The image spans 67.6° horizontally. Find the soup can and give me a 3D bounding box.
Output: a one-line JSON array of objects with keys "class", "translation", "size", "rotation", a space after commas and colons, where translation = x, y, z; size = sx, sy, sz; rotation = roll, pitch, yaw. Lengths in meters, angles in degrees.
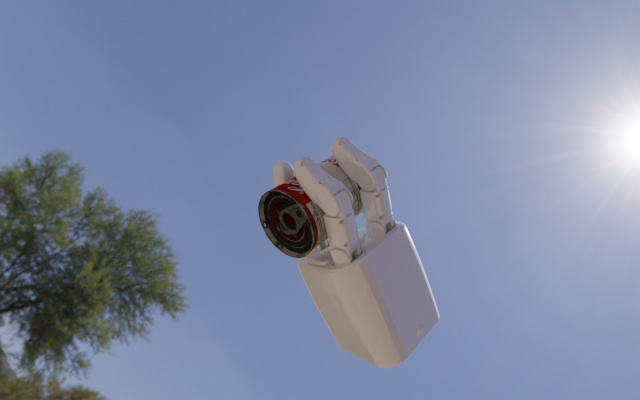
[{"class": "soup can", "translation": [0.000, 0.001, 0.461], "size": [0.068, 0.068, 0.102], "rotation": [0, 24, 45]}]
